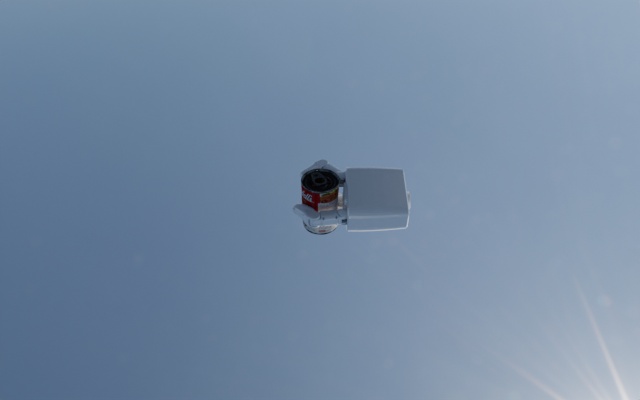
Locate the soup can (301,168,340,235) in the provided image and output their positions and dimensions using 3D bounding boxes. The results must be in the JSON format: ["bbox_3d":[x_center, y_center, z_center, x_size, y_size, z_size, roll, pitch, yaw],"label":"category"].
[{"bbox_3d":[0.000,0.003,0.859,0.068,0.102,0.068,0,40,0],"label":"soup can"}]
